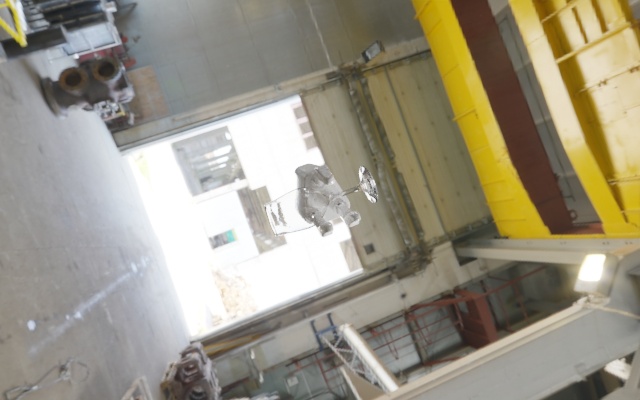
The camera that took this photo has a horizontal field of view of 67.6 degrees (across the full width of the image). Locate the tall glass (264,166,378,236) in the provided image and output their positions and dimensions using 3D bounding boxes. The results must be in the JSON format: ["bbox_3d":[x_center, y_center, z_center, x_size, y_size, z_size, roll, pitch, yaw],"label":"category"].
[{"bbox_3d":[0.001,0.003,0.887,0.201,0.079,0.079,-20,4,-12],"label":"tall glass"}]
